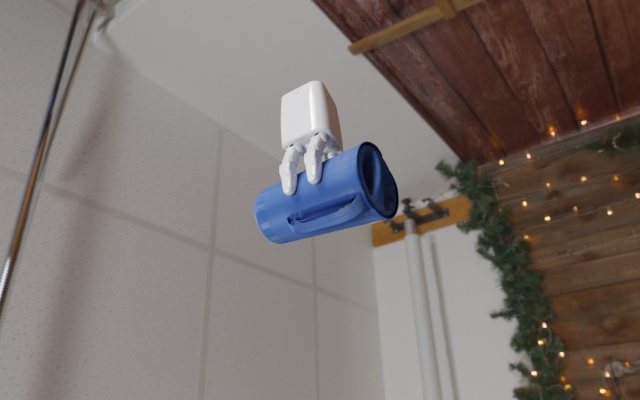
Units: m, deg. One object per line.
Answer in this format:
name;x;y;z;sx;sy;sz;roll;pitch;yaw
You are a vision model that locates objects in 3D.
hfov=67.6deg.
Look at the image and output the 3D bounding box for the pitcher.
pitcher;0.000;0.003;0.830;0.243;0.145;0.149;-20;-25;31
